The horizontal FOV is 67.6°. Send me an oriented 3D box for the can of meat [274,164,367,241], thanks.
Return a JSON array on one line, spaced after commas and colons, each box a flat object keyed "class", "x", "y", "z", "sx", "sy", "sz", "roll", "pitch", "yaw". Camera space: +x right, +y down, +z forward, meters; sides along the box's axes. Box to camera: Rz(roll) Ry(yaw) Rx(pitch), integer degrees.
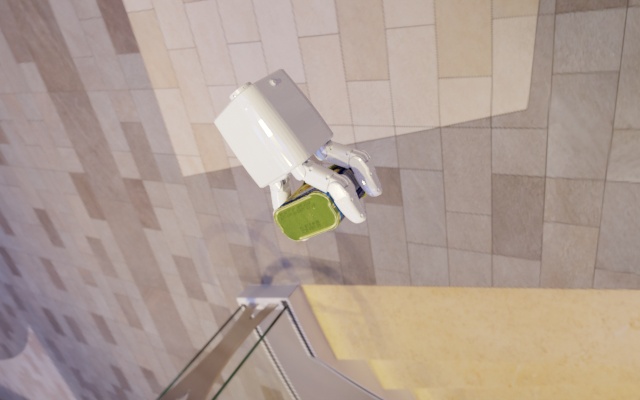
[{"class": "can of meat", "x": 0.000, "y": 0.002, "z": 0.612, "sx": 0.102, "sy": 0.057, "sz": 0.084, "roll": -24, "pitch": 15, "yaw": 41}]
